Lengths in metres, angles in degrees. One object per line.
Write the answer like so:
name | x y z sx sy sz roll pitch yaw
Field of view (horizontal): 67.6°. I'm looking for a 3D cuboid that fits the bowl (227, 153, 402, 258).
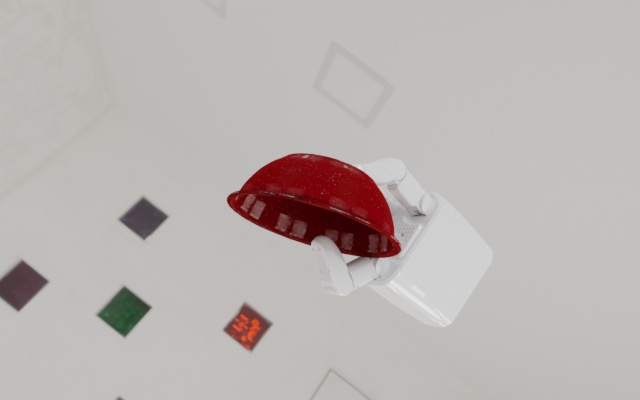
bowl | -0.001 0.000 0.435 0.162 0.055 0.162 15 -16 4
